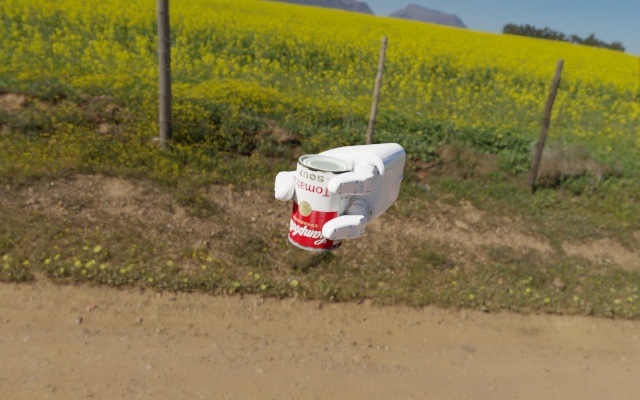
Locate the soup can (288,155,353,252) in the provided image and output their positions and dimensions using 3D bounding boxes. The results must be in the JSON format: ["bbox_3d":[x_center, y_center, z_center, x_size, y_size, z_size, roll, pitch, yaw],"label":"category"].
[{"bbox_3d":[0.000,0.002,0.583,0.068,0.102,0.068,7,20,-3],"label":"soup can"}]
